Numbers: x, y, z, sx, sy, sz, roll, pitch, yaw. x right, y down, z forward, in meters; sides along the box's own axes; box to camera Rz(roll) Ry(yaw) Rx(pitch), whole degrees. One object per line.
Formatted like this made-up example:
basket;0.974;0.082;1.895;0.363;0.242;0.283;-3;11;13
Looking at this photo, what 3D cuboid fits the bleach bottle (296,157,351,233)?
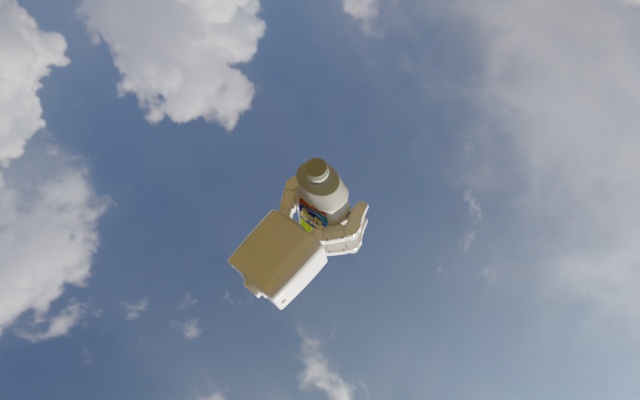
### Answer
bleach bottle;0.000;0.002;0.729;0.102;0.068;0.251;39;-15;20
